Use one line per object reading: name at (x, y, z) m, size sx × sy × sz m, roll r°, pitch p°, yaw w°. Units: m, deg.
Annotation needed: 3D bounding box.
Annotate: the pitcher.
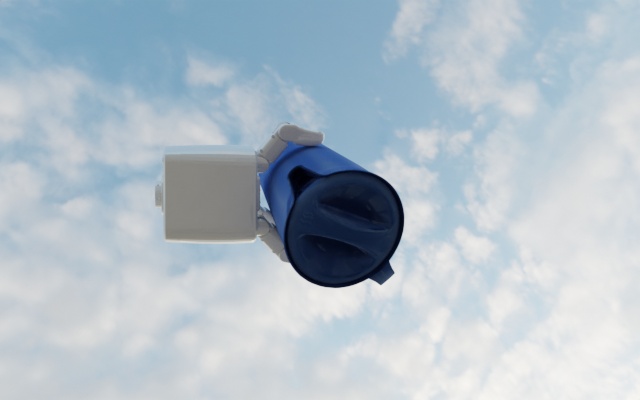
pitcher at (0.000, 0.002, 0.599) m, size 0.145 × 0.149 × 0.242 m, roll 0°, pitch 20°, yaw -17°
